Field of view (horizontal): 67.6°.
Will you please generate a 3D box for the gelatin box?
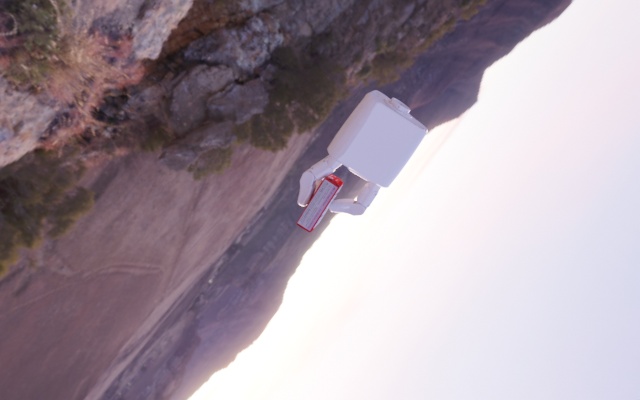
[{"bbox_3d":[0.000,0.003,0.757,0.030,0.089,0.073,32,9,3],"label":"gelatin box"}]
